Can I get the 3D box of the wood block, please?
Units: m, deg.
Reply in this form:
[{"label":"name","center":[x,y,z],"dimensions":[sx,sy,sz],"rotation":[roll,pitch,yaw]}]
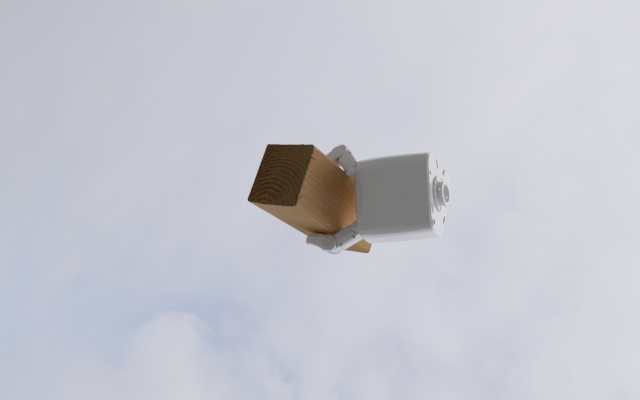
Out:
[{"label":"wood block","center":[0.000,0.003,0.716],"dimensions":[0.090,0.090,0.206],"rotation":[6,-19,37]}]
